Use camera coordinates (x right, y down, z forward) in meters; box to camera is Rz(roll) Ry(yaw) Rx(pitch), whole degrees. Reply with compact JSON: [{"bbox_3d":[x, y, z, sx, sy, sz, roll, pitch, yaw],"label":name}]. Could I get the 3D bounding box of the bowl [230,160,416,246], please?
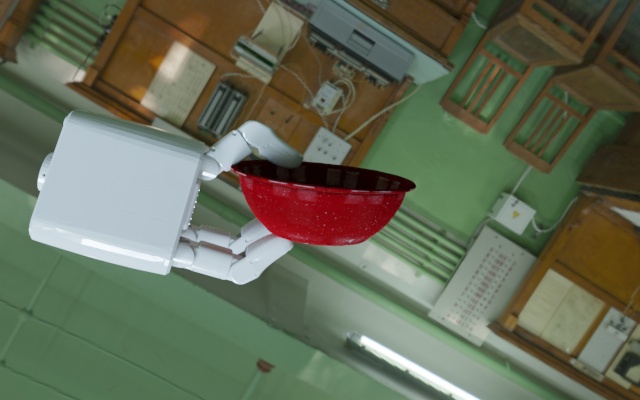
[{"bbox_3d":[0.001,0.002,0.423,0.162,0.055,0.162,5,10,-1],"label":"bowl"}]
